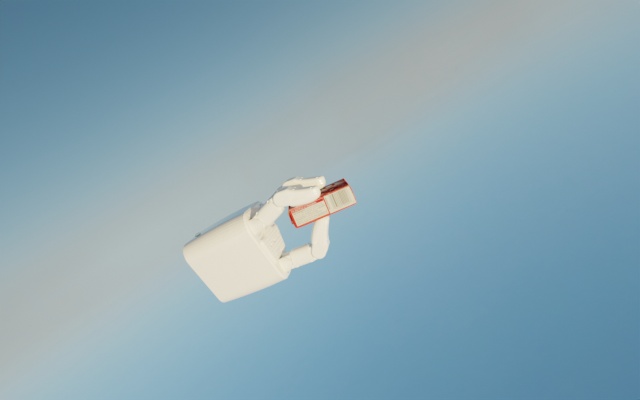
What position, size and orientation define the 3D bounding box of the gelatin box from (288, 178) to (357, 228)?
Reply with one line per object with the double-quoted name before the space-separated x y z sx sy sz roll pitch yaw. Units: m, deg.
"gelatin box" 0.001 0.002 0.649 0.089 0.030 0.073 -23 10 1
